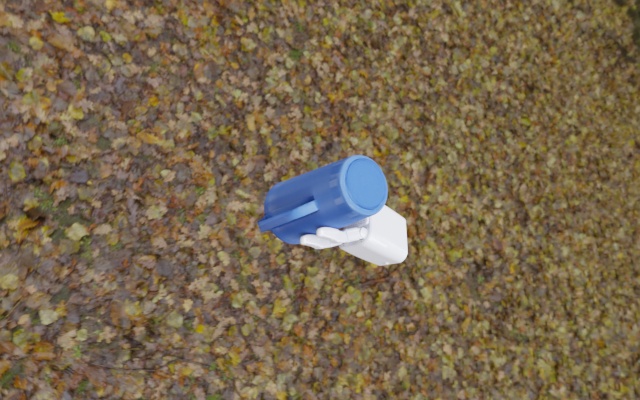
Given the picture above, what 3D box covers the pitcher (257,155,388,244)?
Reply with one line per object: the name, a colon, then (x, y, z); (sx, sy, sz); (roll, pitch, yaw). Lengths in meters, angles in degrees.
pitcher: (0.000, 0.003, 0.891); (0.145, 0.149, 0.243); (30, -29, -27)
